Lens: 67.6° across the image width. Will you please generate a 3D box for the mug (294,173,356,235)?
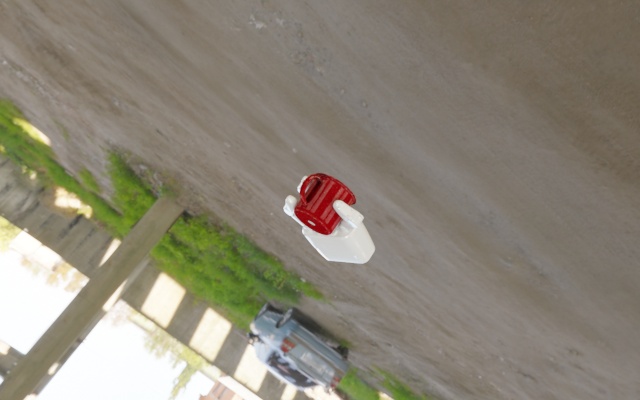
[{"bbox_3d":[-0.001,0.002,0.863,0.093,0.081,0.117,18,-24,40],"label":"mug"}]
